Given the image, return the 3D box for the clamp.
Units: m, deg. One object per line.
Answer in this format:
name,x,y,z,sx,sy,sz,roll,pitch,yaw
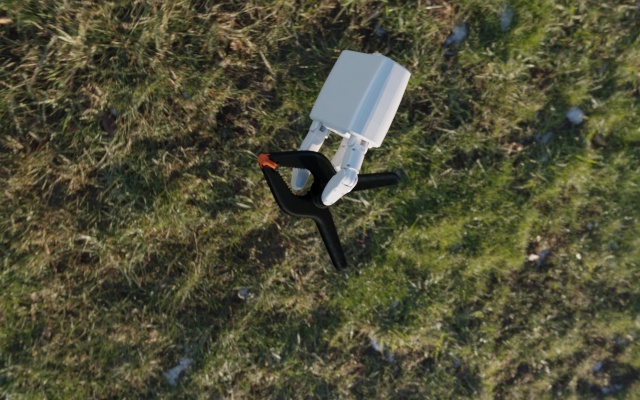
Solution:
clamp,0.000,0.002,0.664,0.210,0.164,0.036,23,3,-27
